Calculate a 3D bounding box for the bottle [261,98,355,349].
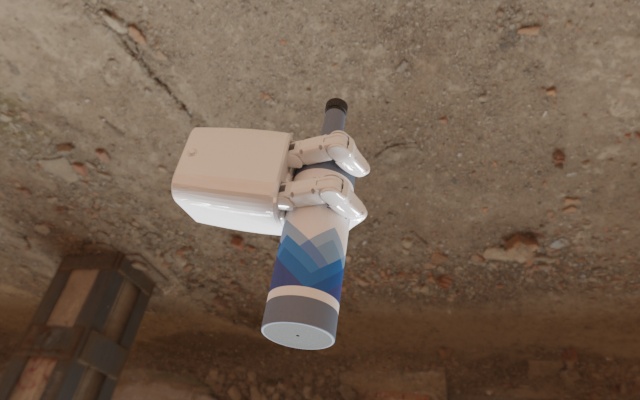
[{"bbox_3d":[0.000,0.002,0.506,0.069,0.295,0.069,6,-35,5],"label":"bottle"}]
